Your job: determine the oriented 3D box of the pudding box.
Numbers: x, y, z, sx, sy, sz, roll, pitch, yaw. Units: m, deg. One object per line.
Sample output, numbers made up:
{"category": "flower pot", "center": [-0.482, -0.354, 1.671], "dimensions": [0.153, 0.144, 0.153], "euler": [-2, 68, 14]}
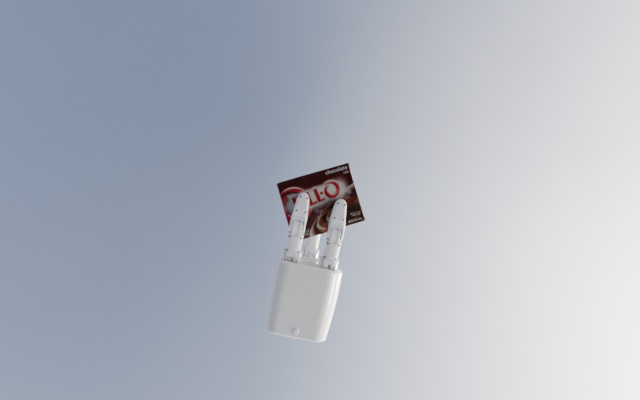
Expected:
{"category": "pudding box", "center": [0.000, 0.002, 0.713], "dimensions": [0.113, 0.090, 0.039], "euler": [-17, 1, -3]}
